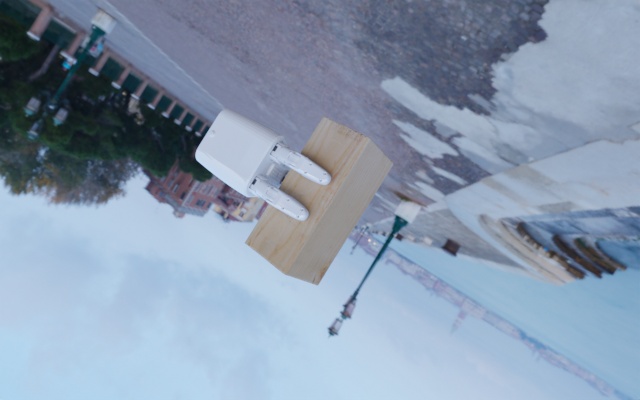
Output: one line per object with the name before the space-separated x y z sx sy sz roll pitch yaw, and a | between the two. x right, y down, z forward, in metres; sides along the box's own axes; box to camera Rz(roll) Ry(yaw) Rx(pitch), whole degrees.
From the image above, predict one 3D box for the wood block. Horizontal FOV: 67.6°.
wood block | 0.000 0.002 0.669 0.090 0.206 0.091 32 0 34
